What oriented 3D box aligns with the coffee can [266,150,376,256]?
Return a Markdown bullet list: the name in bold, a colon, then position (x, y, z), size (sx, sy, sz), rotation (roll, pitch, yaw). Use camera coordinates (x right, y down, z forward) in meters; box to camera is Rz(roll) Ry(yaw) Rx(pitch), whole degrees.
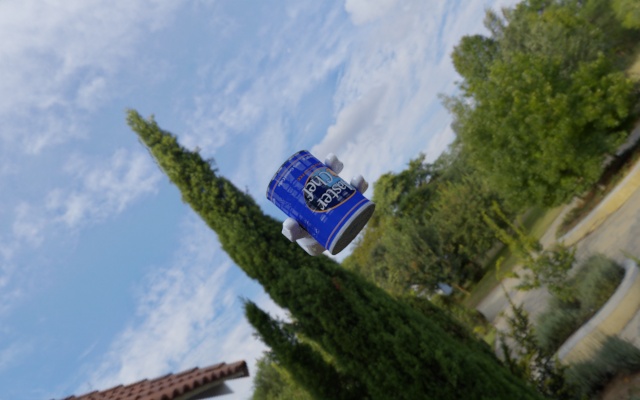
- **coffee can**: position (0.000, 0.003, 0.747), size (0.140, 0.103, 0.103), rotation (40, 13, 16)
